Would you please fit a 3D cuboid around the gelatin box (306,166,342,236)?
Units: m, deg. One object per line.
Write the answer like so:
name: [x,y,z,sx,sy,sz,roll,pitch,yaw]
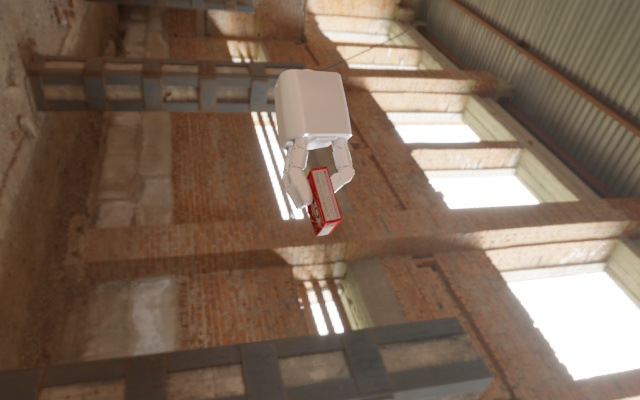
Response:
gelatin box: [0.001,0.003,0.733,0.030,0.089,0.073,-11,-17,-17]
